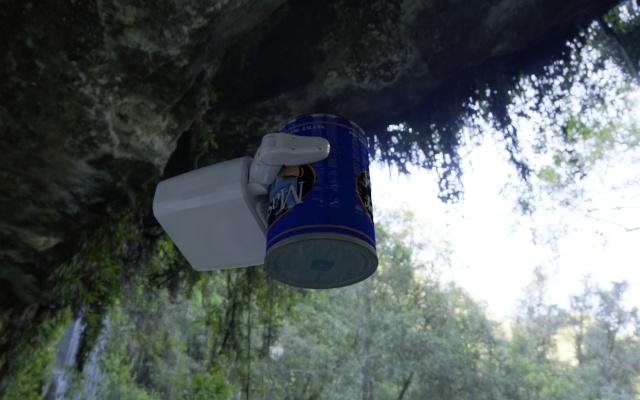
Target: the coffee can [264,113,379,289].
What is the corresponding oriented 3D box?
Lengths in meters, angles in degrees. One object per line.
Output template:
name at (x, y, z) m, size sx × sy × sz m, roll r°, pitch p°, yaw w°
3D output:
coffee can at (0.000, 0.002, 0.465) m, size 0.103 × 0.140 × 0.103 m, roll 0°, pitch -34°, yaw 0°
